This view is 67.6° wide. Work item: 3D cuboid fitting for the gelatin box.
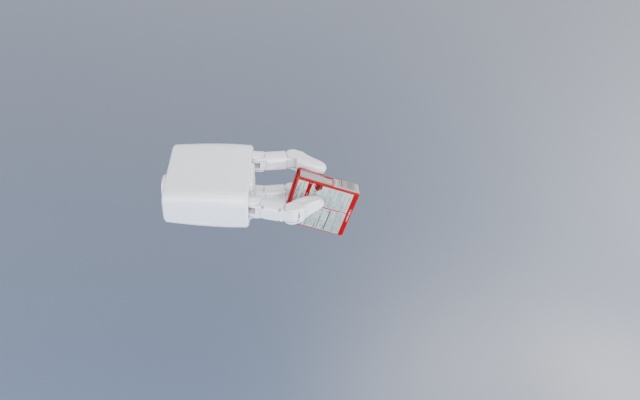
[{"bbox_3d":[0.000,0.002,0.649,0.089,0.073,0.030,16,31,-8],"label":"gelatin box"}]
